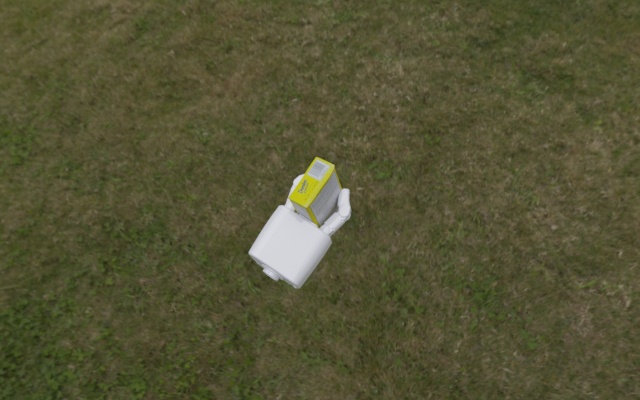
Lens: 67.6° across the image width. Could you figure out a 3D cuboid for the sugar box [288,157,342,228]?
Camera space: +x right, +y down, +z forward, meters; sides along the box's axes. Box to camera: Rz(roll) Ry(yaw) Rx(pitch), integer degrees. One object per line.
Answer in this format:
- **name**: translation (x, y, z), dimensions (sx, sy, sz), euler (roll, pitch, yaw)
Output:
- **sugar box**: translation (0.000, 0.003, 0.888), dimensions (0.048, 0.093, 0.176), euler (29, -16, 19)
